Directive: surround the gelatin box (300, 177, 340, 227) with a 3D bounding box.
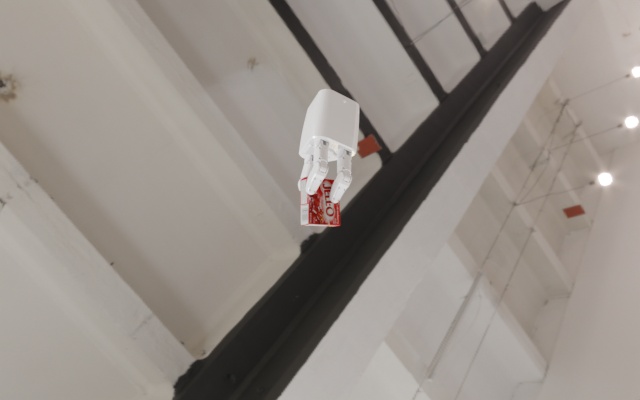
[{"bbox_3d":[0.000,0.003,0.893,0.073,0.089,0.030,4,-9,-35],"label":"gelatin box"}]
